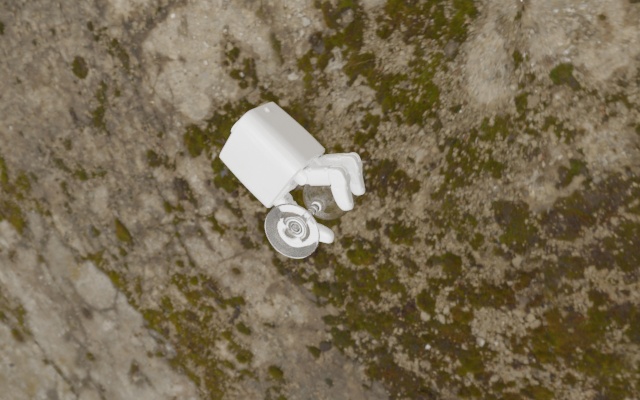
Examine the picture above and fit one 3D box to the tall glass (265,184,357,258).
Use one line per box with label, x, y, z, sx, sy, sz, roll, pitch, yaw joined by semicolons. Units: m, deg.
tall glass;0.000;0.003;0.672;0.079;0.079;0.201;0;21;23
